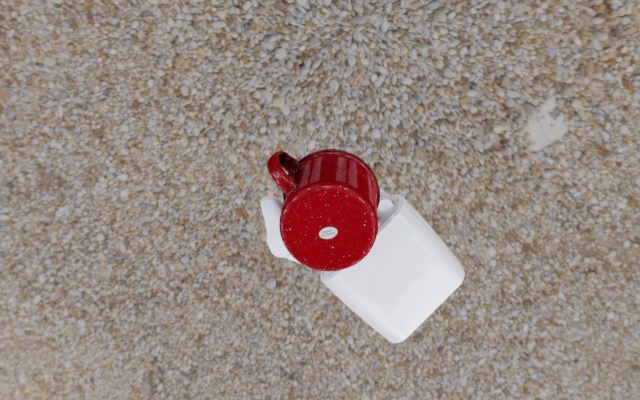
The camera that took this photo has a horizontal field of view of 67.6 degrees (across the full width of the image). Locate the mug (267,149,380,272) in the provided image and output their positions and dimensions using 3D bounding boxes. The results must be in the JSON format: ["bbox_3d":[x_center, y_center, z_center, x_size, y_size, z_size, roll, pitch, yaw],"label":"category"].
[{"bbox_3d":[-0.001,0.000,0.418,0.093,0.117,0.081,-41,14,16],"label":"mug"}]
